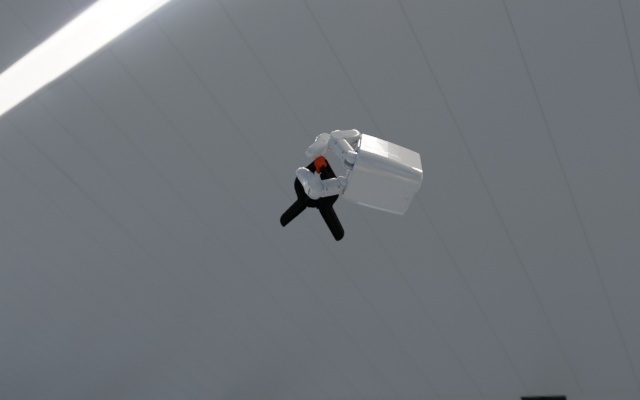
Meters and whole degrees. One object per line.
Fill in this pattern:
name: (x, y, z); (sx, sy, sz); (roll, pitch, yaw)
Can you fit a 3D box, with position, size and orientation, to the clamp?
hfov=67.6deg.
clamp: (0.000, 0.002, 0.831); (0.120, 0.039, 0.172); (17, -46, -3)
